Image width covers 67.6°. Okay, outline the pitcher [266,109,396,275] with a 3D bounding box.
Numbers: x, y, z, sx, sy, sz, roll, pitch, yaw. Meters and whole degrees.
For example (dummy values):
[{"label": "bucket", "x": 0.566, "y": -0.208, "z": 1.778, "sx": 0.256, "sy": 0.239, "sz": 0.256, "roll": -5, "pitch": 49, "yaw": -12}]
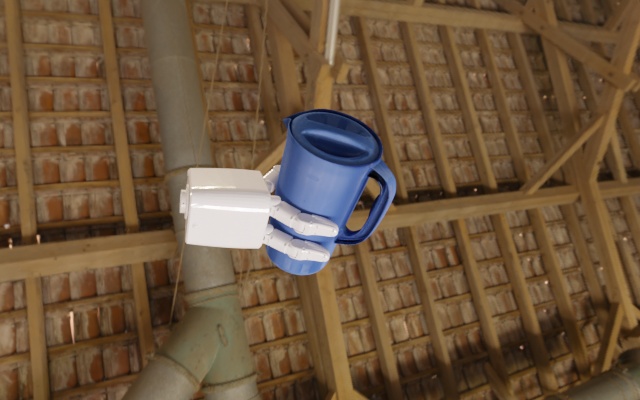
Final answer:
[{"label": "pitcher", "x": 0.000, "y": 0.002, "z": 0.709, "sx": 0.145, "sy": 0.243, "sz": 0.149, "roll": 3, "pitch": 41, "yaw": -19}]
